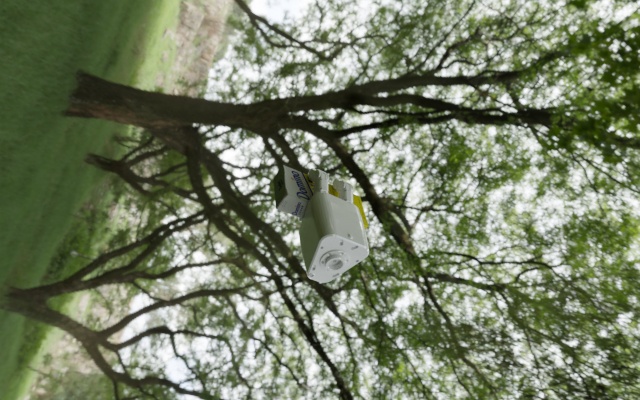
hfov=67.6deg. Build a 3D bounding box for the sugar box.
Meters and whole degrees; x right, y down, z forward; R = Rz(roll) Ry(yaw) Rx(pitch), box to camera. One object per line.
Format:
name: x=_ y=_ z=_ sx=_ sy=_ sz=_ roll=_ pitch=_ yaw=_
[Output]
sugar box: x=0.001 y=0.003 z=0.891 sx=0.176 sy=0.048 sz=0.093 roll=23 pitch=31 yaw=-26
